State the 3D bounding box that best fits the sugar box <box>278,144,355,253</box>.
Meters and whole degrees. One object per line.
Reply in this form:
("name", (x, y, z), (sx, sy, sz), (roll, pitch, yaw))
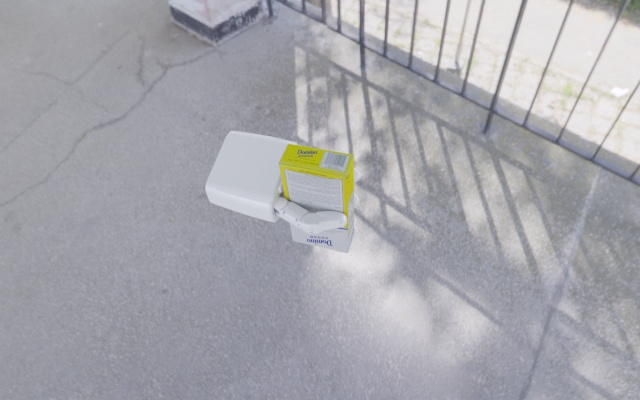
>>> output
("sugar box", (0.000, 0.002, 0.676), (0.093, 0.048, 0.176), (12, -35, 13))
